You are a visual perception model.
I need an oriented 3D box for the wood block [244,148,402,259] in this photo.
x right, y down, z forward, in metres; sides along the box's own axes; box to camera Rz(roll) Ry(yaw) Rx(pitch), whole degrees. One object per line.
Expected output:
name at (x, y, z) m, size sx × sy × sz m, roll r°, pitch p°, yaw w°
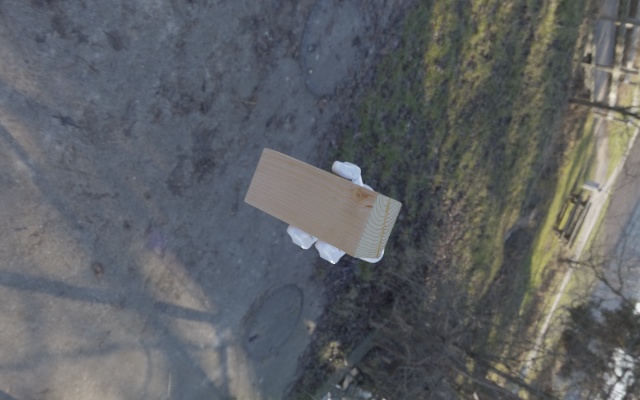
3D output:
wood block at (0.001, 0.002, 0.708) m, size 0.206 × 0.091 × 0.090 m, roll 24°, pitch 5°, yaw 31°
